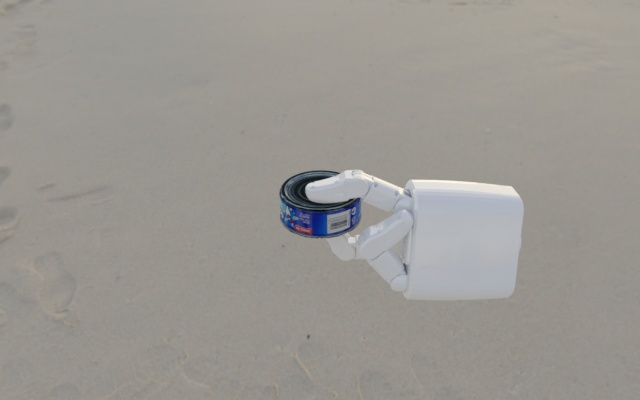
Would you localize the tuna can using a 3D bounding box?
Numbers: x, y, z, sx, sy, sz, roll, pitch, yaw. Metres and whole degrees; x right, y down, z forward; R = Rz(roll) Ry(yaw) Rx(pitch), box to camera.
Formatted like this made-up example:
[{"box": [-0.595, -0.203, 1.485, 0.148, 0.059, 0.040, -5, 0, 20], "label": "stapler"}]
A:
[{"box": [0.000, 0.001, 0.495, 0.086, 0.034, 0.086, 0, 31, 0], "label": "tuna can"}]
